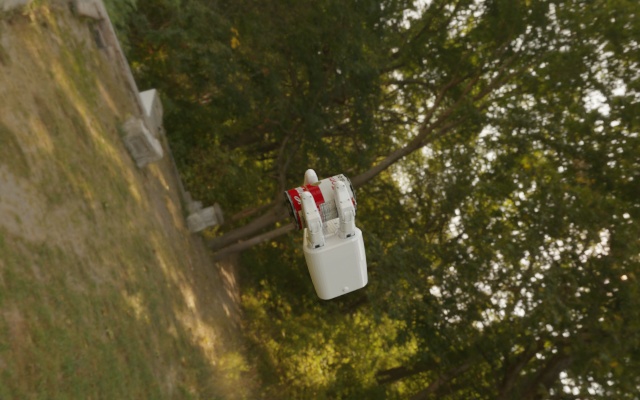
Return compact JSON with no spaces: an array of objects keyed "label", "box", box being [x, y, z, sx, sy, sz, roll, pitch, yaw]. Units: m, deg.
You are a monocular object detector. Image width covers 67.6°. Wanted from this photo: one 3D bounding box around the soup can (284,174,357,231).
[{"label":"soup can","box":[0.000,0.002,0.776,0.102,0.068,0.068,-18,3,-10]}]
